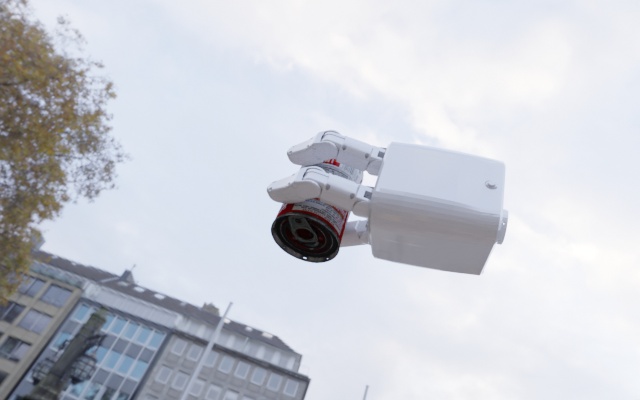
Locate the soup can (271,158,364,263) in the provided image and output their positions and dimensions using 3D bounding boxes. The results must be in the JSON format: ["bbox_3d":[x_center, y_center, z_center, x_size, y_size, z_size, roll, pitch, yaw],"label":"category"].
[{"bbox_3d":[0.000,0.001,0.478,0.068,0.102,0.069,13,-42,12],"label":"soup can"}]
